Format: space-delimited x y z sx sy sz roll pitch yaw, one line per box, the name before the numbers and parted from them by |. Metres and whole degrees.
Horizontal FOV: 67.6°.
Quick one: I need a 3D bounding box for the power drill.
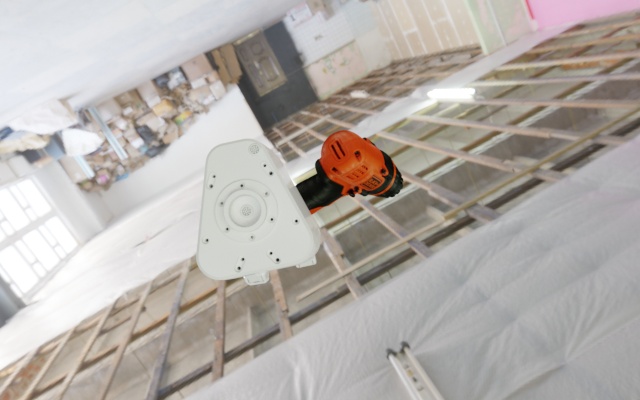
power drill | 0.000 0.002 0.549 0.188 0.057 0.184 -36 -23 15
